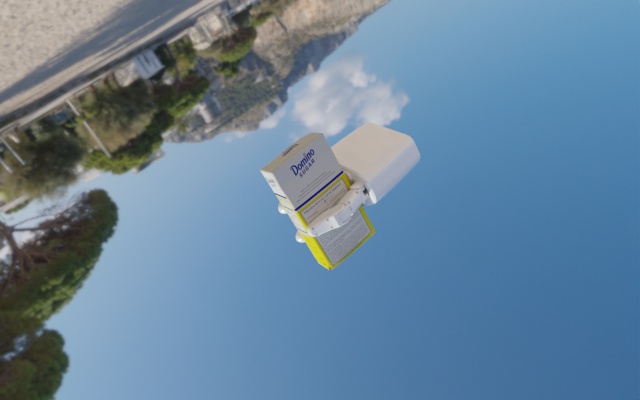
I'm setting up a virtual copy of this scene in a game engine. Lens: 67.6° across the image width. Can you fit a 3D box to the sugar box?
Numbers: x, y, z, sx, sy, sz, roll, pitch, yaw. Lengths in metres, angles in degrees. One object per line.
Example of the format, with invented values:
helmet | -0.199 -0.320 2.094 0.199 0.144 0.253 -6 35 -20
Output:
sugar box | 0.000 0.002 0.670 0.093 0.176 0.048 -39 25 -19
